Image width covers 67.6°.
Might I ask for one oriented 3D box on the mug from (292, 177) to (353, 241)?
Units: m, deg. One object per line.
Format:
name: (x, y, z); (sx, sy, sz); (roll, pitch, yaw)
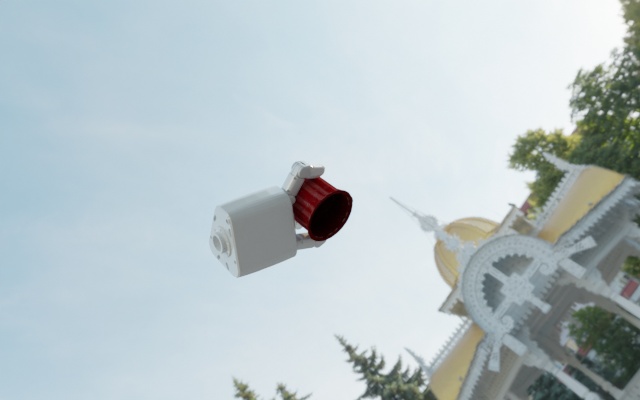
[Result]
mug: (0.001, 0.002, 0.777); (0.117, 0.093, 0.081); (-19, 41, -36)
